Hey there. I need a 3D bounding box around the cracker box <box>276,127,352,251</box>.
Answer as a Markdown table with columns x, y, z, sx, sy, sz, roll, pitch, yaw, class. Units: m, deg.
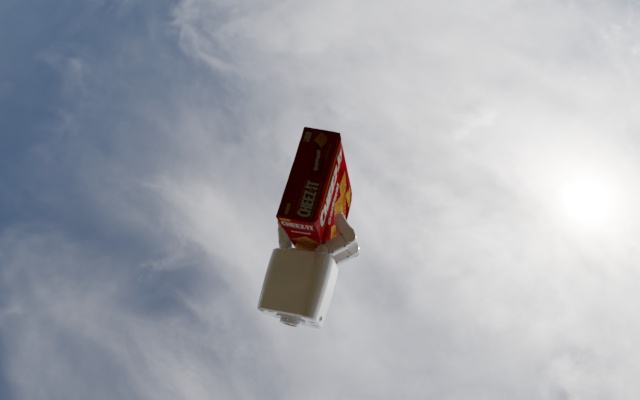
| x | y | z | sx | sy | sz | roll | pitch | yaw | class |
| --- | --- | --- | --- | --- | --- | --- | --- | --- | --- |
| 0.000 | 0.003 | 0.825 | 0.072 | 0.164 | 0.214 | 10 | -23 | 13 | cracker box |
